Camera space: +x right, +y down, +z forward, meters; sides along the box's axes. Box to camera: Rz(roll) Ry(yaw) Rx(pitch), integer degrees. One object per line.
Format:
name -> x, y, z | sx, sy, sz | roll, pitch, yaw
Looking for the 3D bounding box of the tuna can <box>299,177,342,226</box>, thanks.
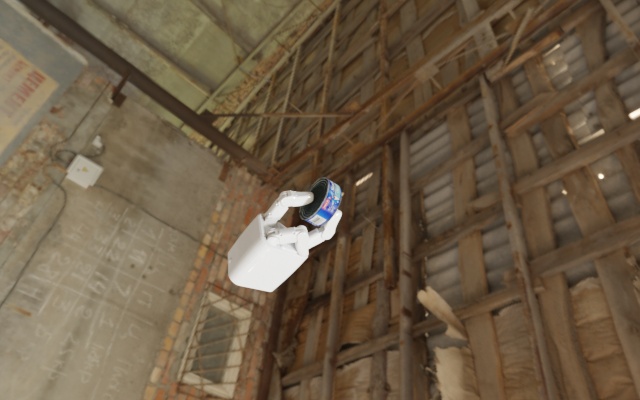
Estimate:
tuna can -> 0.001, 0.003, 0.860 | 0.034, 0.086, 0.086 | 30, -14, -25
